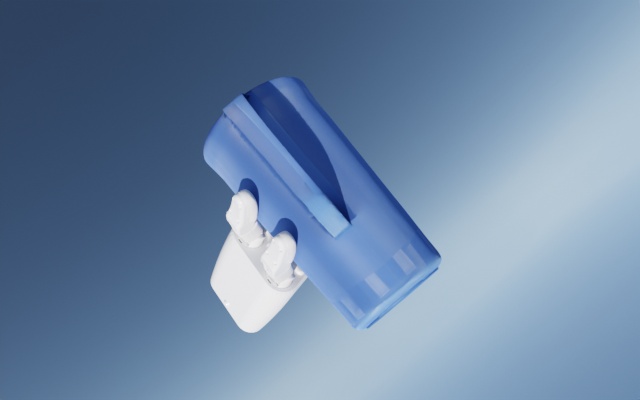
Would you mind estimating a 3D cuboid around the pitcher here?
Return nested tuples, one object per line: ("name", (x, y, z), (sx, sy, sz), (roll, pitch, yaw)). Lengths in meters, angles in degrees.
("pitcher", (0.000, 0.002, 0.470), (0.149, 0.242, 0.145), (-25, -21, -42))
